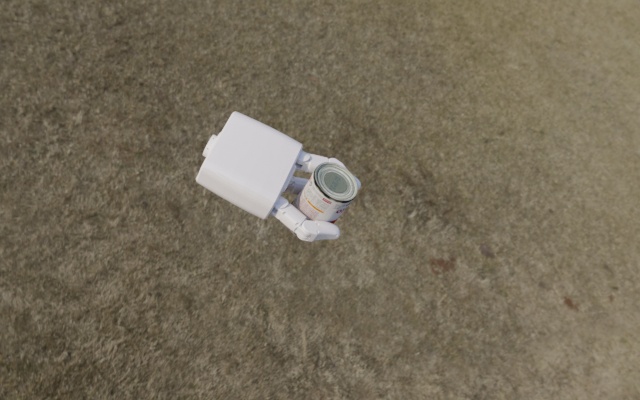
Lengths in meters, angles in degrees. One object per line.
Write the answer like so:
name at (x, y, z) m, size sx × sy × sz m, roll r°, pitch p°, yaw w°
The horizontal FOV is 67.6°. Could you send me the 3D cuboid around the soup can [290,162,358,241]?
soup can at (0.001, 0.002, 0.668) m, size 0.068 × 0.068 × 0.102 m, roll 0°, pitch -34°, yaw -31°
